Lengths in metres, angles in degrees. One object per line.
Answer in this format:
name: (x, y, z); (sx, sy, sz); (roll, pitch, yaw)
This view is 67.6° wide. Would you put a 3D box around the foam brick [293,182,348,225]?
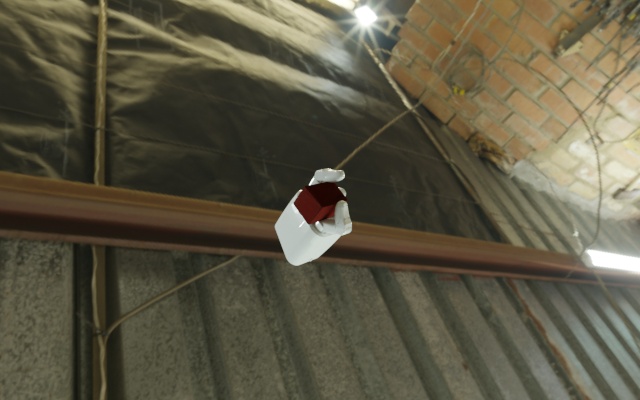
foam brick: (0.000, 0.003, 0.869); (0.078, 0.053, 0.051); (-13, -29, -48)
